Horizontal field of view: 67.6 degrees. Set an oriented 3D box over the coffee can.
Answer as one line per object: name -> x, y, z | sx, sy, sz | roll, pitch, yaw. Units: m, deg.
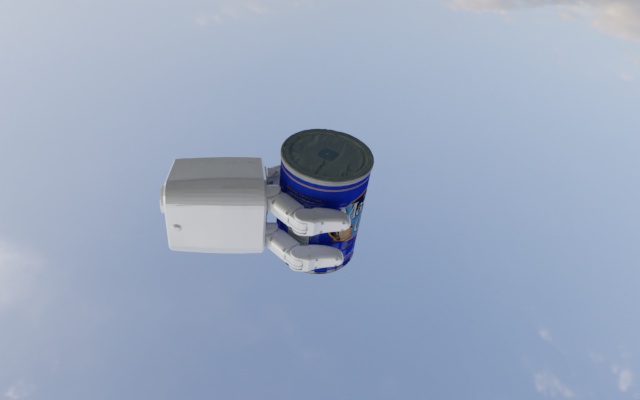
coffee can -> 0.000, 0.002, 0.563 | 0.103, 0.140, 0.102 | 5, 39, -4
